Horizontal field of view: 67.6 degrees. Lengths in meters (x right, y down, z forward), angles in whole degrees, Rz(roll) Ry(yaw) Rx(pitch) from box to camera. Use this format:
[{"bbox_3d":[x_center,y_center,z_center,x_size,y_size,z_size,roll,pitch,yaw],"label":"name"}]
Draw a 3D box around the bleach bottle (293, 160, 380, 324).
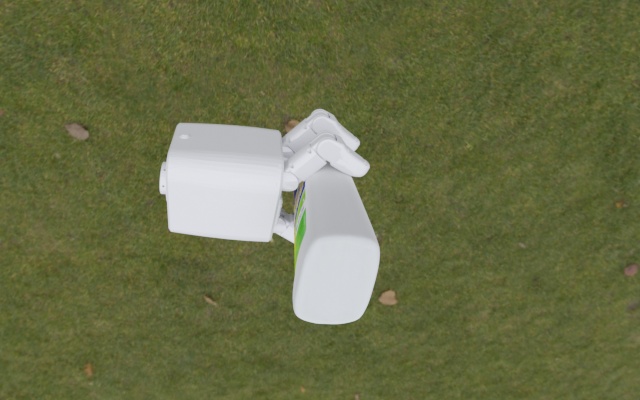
[{"bbox_3d":[0.000,0.002,0.500,0.068,0.103,0.250,5,32,-11],"label":"bleach bottle"}]
